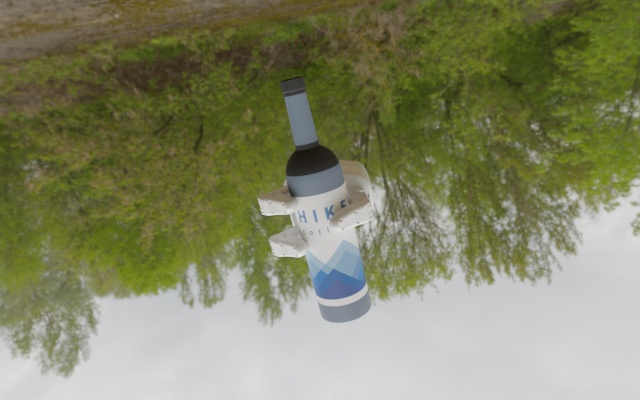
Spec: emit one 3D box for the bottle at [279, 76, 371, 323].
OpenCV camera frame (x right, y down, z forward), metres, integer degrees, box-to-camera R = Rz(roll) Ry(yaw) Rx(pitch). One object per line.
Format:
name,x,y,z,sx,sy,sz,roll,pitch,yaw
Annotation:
bottle,0.000,0.002,0.572,0.069,0.296,0.069,-12,17,4
